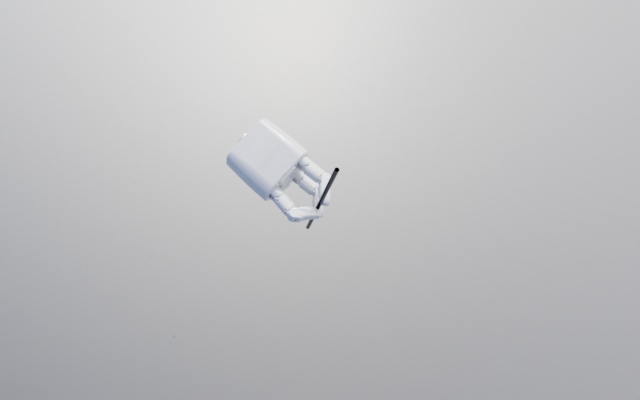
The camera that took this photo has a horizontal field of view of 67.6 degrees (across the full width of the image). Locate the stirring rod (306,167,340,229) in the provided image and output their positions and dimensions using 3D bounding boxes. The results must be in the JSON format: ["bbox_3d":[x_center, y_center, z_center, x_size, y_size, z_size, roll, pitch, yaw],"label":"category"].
[{"bbox_3d":[0.000,0.003,0.836,0.011,0.011,0.240,0,-25,-13],"label":"stirring rod"}]
